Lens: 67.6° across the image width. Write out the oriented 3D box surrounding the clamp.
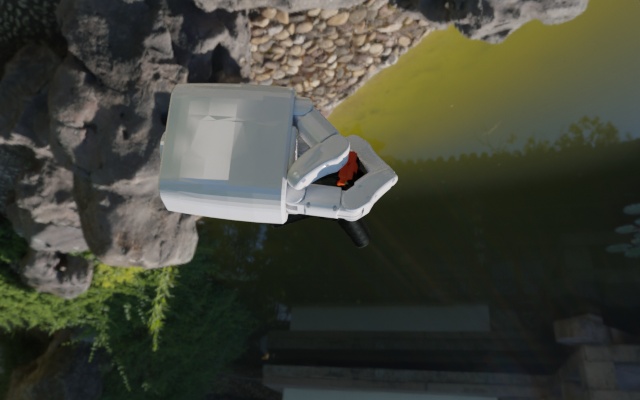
[{"bbox_3d":[0.000,0.002,0.490,0.120,0.039,0.172,5,-29,1],"label":"clamp"}]
